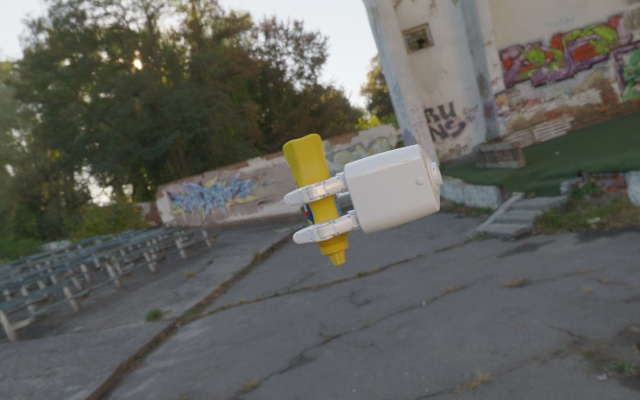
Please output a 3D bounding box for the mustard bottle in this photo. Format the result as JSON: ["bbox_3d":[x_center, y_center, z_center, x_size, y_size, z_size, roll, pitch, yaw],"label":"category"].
[{"bbox_3d":[0.000,0.002,0.701,0.058,0.191,0.096,-18,2,-5],"label":"mustard bottle"}]
